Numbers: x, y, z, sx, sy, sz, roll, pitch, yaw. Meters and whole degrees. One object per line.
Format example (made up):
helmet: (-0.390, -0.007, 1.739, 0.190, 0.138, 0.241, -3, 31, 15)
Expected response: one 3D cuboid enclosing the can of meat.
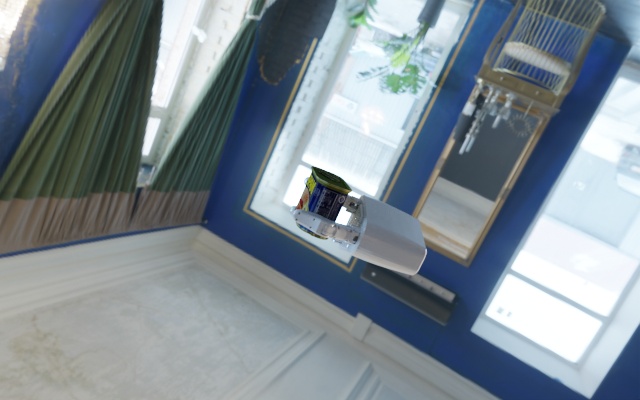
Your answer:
can of meat: (0.000, 0.003, 0.730, 0.057, 0.084, 0.102, 21, 13, -14)
